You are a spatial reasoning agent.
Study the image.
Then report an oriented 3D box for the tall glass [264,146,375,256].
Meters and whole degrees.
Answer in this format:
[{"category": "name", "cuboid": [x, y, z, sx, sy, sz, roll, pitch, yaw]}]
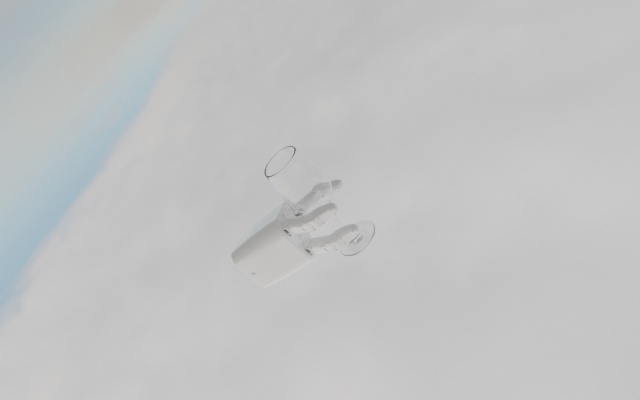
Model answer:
[{"category": "tall glass", "cuboid": [0.001, 0.003, 0.760, 0.079, 0.079, 0.201, 0, -38, 51]}]
